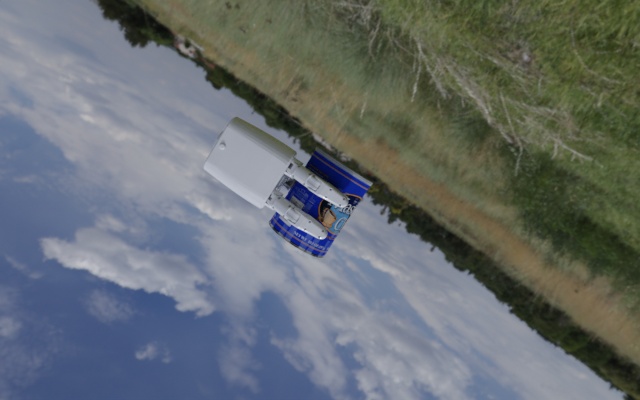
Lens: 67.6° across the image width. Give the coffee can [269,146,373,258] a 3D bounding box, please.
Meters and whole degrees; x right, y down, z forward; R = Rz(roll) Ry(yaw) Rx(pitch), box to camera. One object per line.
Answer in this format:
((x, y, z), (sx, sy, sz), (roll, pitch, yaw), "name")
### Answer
((0.000, 0.002, 0.738), (0.103, 0.140, 0.103), (33, 6, -4), "coffee can")
